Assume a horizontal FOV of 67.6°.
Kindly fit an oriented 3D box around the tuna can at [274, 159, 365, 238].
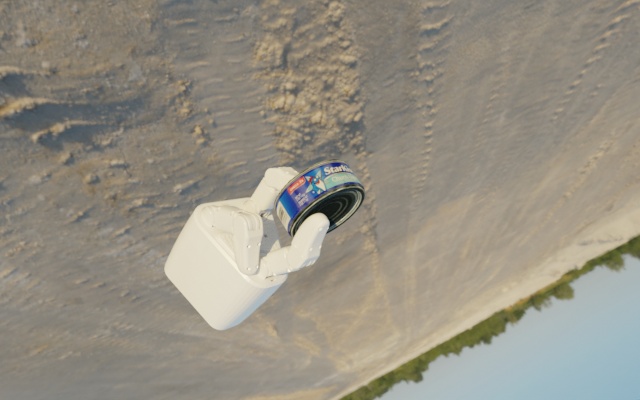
[{"bbox_3d":[0.000,0.002,0.462,0.086,0.033,0.086,-27,-25,-14],"label":"tuna can"}]
